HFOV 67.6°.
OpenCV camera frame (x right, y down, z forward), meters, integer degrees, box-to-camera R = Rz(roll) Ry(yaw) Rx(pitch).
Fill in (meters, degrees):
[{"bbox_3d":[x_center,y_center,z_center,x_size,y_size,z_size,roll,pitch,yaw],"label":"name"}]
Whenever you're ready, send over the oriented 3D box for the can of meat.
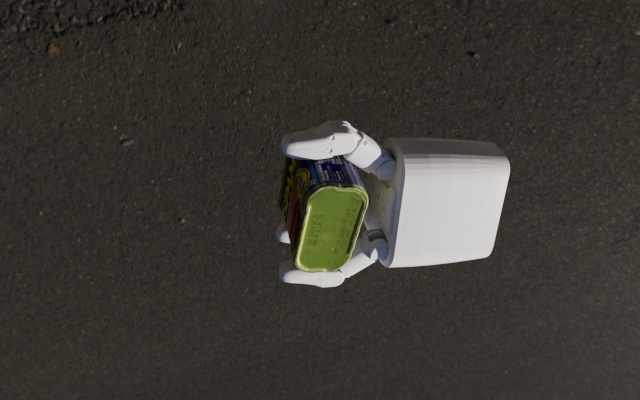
[{"bbox_3d":[0.000,0.002,0.425,0.057,0.102,0.084,1,39,-16],"label":"can of meat"}]
